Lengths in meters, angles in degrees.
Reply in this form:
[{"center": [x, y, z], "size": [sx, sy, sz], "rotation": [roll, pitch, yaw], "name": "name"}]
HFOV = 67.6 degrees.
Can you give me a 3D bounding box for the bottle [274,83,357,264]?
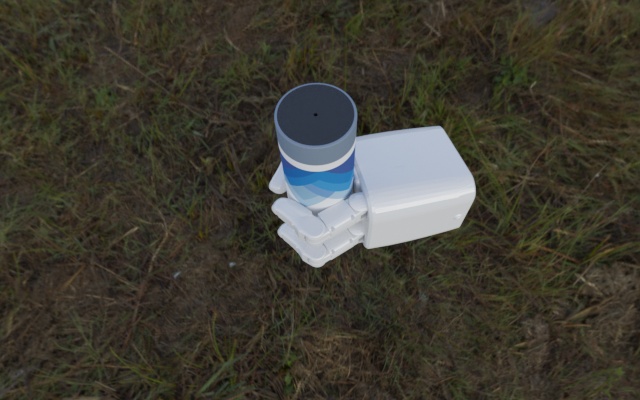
[{"center": [0.000, 0.002, 0.508], "size": [0.069, 0.069, 0.296], "rotation": [0, -29, 2], "name": "bottle"}]
